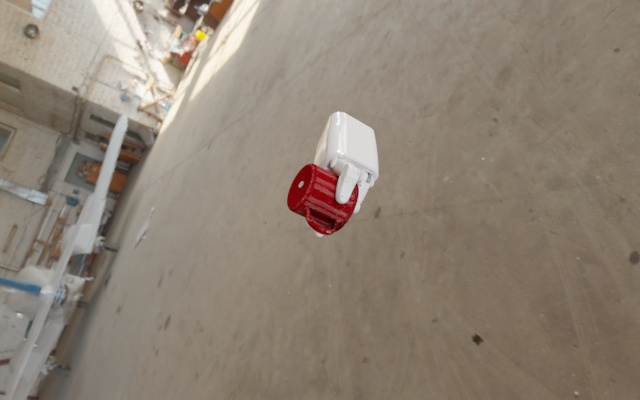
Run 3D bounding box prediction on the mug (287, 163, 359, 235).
[{"bbox_3d":[0.000,0.004,0.743,0.081,0.117,0.093,25,-45,-24],"label":"mug"}]
